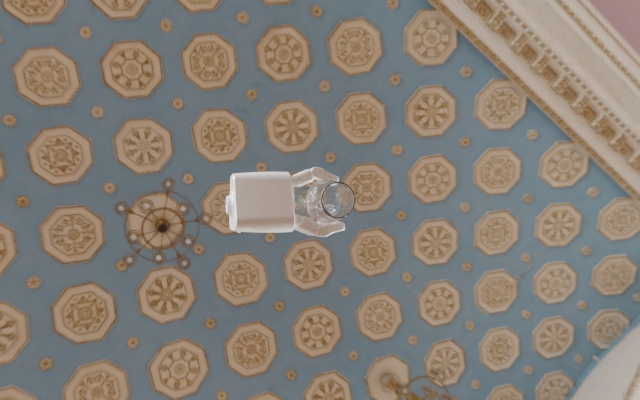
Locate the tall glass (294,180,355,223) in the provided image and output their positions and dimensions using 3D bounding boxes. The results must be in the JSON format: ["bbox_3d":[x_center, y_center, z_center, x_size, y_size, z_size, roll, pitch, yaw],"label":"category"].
[{"bbox_3d":[0.000,0.003,0.896,0.079,0.079,0.201,0,-2,-18],"label":"tall glass"}]
